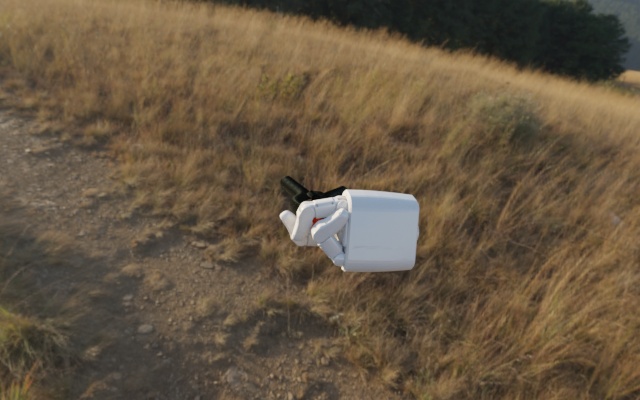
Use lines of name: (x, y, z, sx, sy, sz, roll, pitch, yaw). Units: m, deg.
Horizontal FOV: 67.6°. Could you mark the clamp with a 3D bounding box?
clamp: (0.000, 0.002, 0.778, 0.120, 0.039, 0.171, 1, 24, -11)
